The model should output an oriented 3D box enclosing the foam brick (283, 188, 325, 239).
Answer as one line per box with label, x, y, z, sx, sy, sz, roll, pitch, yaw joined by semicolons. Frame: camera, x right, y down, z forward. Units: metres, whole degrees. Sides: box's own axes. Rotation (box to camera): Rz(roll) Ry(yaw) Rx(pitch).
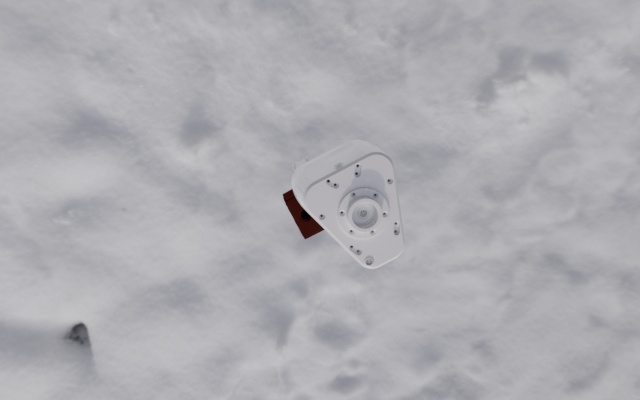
foam brick;0.000;0.002;0.571;0.078;0.053;0.051;-28;14;-1
